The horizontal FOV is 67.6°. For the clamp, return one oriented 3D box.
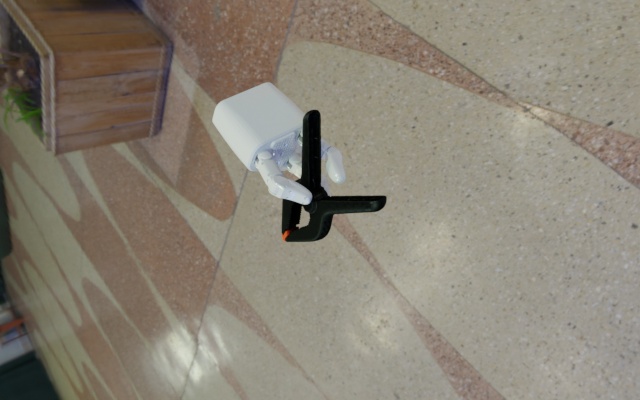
[{"bbox_3d":[-0.001,0.003,0.671,0.036,0.164,0.210,-19,-31,-40],"label":"clamp"}]
